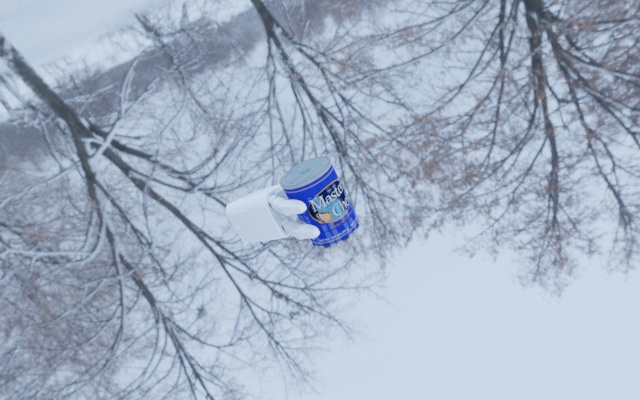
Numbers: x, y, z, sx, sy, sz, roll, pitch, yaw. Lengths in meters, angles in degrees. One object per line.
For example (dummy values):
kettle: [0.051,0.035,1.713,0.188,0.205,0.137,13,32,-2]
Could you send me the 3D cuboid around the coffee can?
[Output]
coffee can: [0.000,0.003,0.893,0.103,0.140,0.102,-22,24,10]
